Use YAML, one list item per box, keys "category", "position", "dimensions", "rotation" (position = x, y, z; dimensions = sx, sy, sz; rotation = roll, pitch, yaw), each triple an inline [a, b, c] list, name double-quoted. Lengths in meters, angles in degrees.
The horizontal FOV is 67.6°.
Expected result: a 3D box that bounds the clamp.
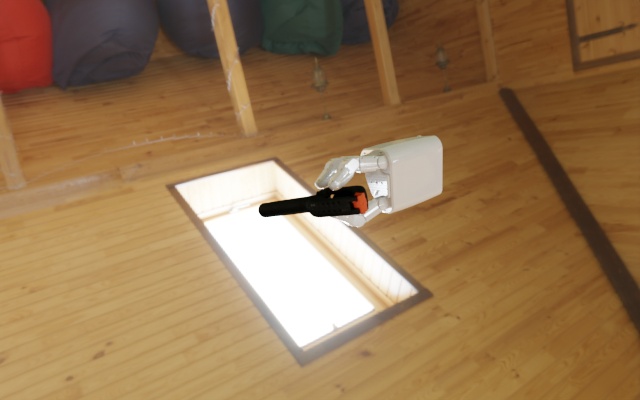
- category: "clamp"
  position: [0.001, 0.003, 0.748]
  dimensions: [0.164, 0.036, 0.210]
  rotation: [-19, 12, -20]
